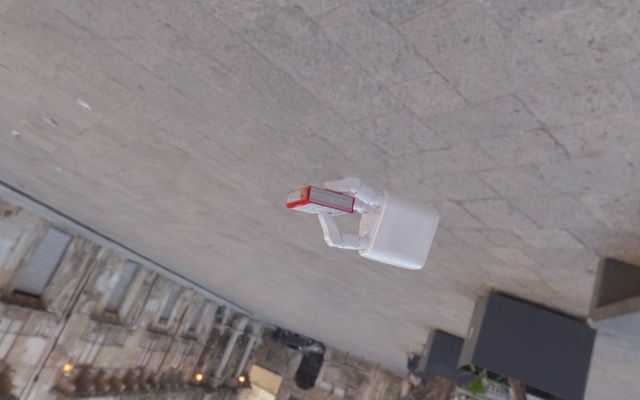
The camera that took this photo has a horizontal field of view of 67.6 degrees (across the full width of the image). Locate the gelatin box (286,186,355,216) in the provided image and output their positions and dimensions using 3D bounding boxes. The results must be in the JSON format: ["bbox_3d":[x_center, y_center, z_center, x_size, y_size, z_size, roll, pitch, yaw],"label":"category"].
[{"bbox_3d":[0.000,0.003,0.782,0.089,0.030,0.073,13,-14,-29],"label":"gelatin box"}]
